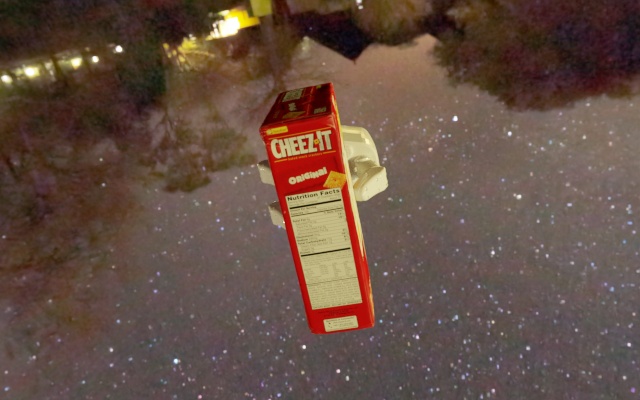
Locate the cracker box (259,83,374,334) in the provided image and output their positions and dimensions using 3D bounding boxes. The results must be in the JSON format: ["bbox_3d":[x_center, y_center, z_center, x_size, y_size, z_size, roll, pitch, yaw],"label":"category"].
[{"bbox_3d":[0.000,0.002,0.495,0.072,0.214,0.164,-10,22,5],"label":"cracker box"}]
